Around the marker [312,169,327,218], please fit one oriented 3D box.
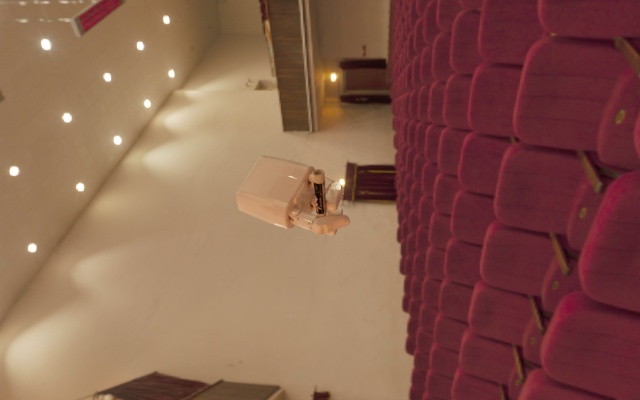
[{"bbox_3d":[0.000,0.003,0.773,0.020,0.121,0.020,-3,41,2],"label":"marker"}]
